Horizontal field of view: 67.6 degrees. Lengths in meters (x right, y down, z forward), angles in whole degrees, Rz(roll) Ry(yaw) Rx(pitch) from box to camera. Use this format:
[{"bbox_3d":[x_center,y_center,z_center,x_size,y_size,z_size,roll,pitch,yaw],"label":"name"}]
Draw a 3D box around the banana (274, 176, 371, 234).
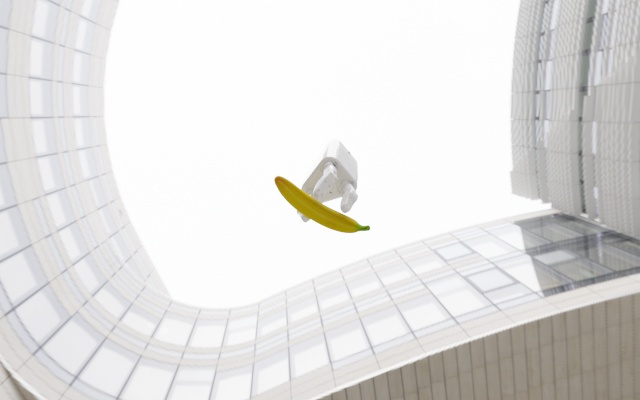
[{"bbox_3d":[-0.003,0.014,0.892,0.198,0.037,0.070,27,-37,-6],"label":"banana"}]
